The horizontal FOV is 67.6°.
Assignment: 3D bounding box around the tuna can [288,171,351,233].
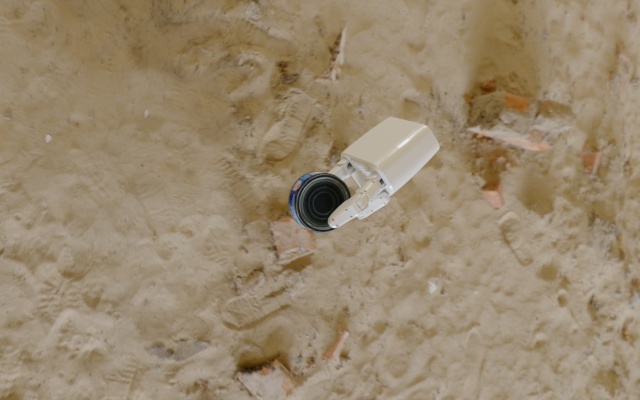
[{"bbox_3d":[0.000,0.002,0.672,0.086,0.086,0.033,0,8,-20],"label":"tuna can"}]
